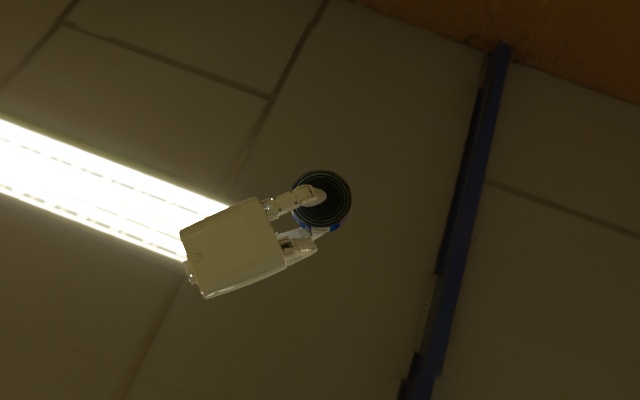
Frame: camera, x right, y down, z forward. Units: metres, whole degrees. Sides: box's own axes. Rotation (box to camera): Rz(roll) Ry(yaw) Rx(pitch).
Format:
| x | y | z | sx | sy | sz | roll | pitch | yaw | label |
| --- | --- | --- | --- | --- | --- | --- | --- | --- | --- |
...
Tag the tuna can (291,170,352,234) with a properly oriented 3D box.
| x | y | z | sx | sy | sz | roll | pitch | yaw | label |
| --- | --- | --- | --- | --- | --- | --- | --- | --- | --- |
| 0.000 | 0.002 | 0.669 | 0.086 | 0.086 | 0.034 | 0 | -22 | -2 | tuna can |
